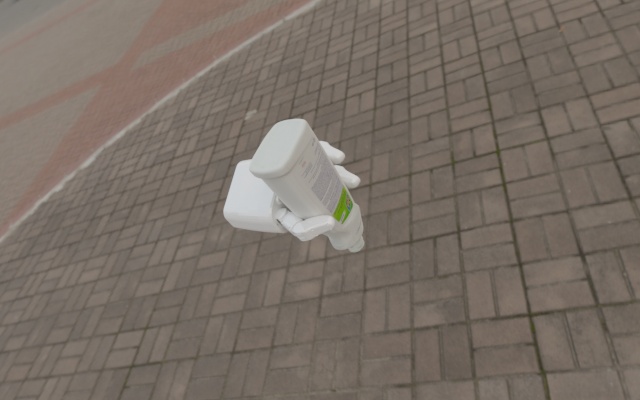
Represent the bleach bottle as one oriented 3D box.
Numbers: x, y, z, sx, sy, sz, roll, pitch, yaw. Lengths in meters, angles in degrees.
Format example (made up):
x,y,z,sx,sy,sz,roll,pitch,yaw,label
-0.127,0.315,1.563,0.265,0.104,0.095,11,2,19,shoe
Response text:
x,y,z,sx,sy,sz,roll,pitch,yaw,label
0.000,0.002,0.705,0.068,0.102,0.251,1,-38,36,bleach bottle
